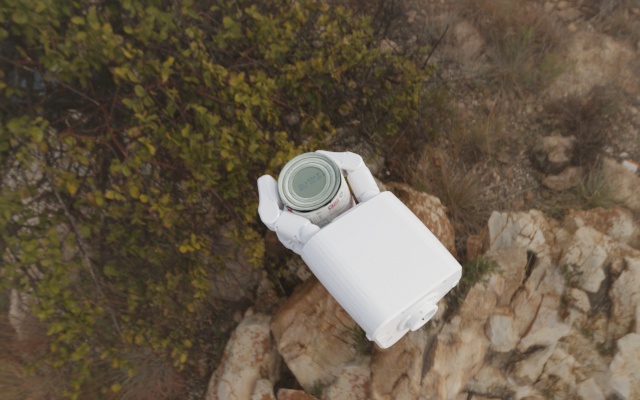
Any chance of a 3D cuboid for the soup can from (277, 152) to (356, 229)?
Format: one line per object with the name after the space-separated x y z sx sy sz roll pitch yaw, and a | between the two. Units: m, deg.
0.000 0.001 0.514 0.068 0.068 0.102 0 -25 16 | soup can
